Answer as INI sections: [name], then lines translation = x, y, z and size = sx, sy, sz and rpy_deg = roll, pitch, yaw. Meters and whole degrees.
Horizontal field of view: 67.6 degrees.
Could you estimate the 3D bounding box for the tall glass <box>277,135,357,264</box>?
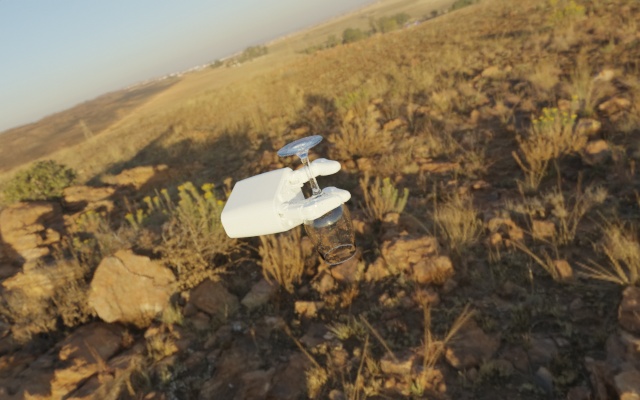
[tall glass]
translation = 0.000, 0.002, 0.768
size = 0.079, 0.201, 0.079
rpy_deg = -18, 20, 7
